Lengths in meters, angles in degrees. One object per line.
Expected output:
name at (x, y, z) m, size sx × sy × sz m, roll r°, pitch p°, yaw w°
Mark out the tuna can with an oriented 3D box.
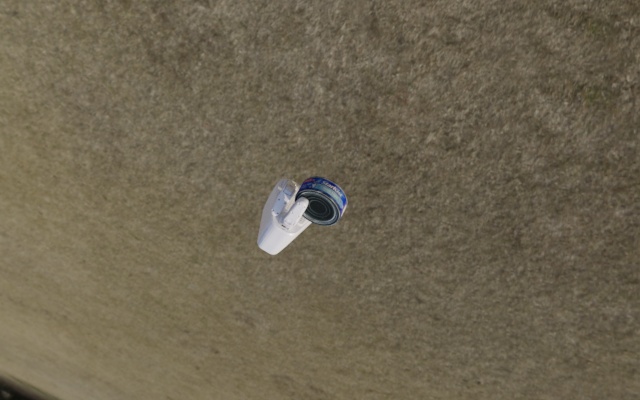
tuna can at (0.000, 0.003, 0.803) m, size 0.086 × 0.086 × 0.033 m, roll 0°, pitch 42°, yaw 31°
